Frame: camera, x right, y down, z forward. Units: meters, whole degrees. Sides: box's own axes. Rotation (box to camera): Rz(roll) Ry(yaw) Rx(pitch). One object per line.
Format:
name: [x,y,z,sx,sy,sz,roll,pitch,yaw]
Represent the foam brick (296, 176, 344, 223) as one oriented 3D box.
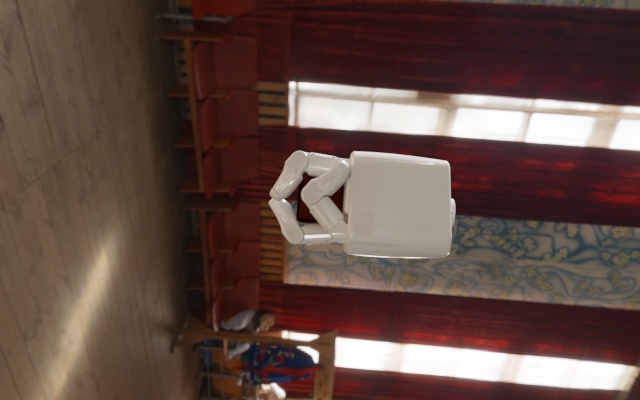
foam brick: [0.000,0.002,0.569,0.051,0.053,0.078,4,-3,1]
